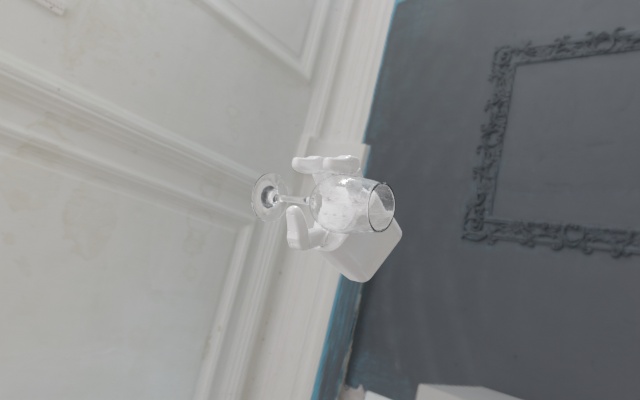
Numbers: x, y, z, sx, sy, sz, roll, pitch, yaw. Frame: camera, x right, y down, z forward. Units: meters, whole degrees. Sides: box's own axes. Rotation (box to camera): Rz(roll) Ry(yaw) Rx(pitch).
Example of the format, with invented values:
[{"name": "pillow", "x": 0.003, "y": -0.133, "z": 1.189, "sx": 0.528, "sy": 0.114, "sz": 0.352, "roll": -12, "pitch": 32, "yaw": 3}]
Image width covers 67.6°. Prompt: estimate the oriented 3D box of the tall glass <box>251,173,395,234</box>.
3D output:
[{"name": "tall glass", "x": -0.001, "y": 0.002, "z": 0.647, "sx": 0.201, "sy": 0.079, "sz": 0.079, "roll": 5, "pitch": 3, "yaw": 41}]
